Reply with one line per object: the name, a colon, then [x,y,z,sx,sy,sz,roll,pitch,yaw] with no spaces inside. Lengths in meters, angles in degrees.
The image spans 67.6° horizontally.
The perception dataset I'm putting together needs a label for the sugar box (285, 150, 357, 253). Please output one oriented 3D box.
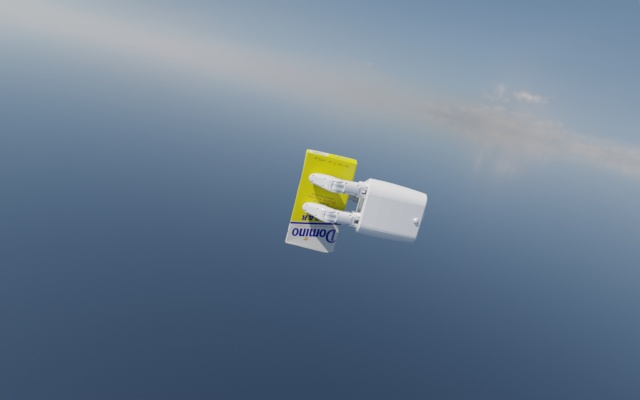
sugar box: [0.000,0.003,0.868,0.093,0.176,0.048,13,13,-2]
